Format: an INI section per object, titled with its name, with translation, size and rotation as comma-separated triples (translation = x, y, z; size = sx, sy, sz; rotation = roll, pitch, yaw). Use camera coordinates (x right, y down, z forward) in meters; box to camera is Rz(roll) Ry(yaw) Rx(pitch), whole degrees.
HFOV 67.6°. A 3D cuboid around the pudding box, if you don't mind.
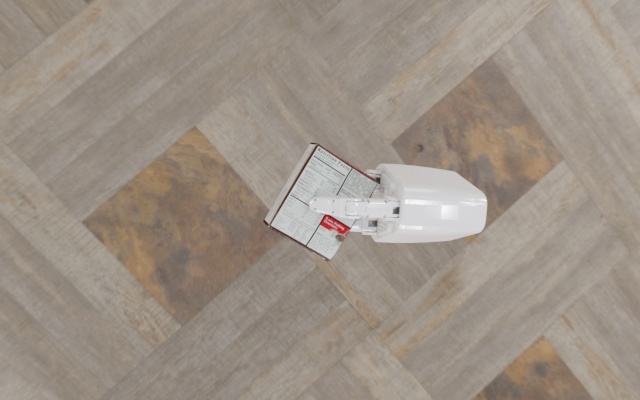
[pudding box]
translation = 0.000, 0.002, 0.559
size = 0.090, 0.113, 0.039
rotation = 32, -3, -16
